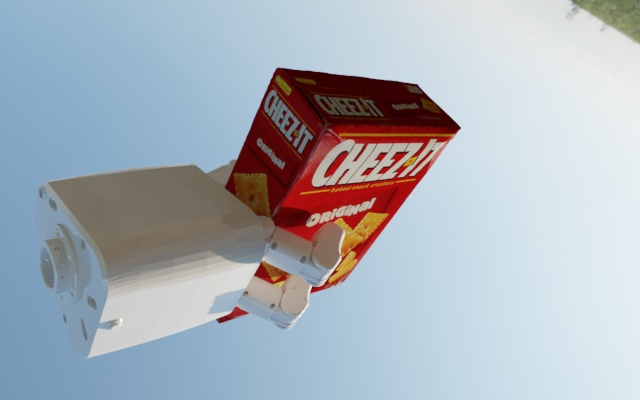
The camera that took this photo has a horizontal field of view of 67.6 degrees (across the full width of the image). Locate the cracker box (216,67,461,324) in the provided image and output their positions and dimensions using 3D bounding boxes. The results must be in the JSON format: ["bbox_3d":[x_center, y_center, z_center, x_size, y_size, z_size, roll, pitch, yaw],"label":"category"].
[{"bbox_3d":[0.000,0.001,0.413,0.164,0.072,0.214,-8,-39,-44],"label":"cracker box"}]
